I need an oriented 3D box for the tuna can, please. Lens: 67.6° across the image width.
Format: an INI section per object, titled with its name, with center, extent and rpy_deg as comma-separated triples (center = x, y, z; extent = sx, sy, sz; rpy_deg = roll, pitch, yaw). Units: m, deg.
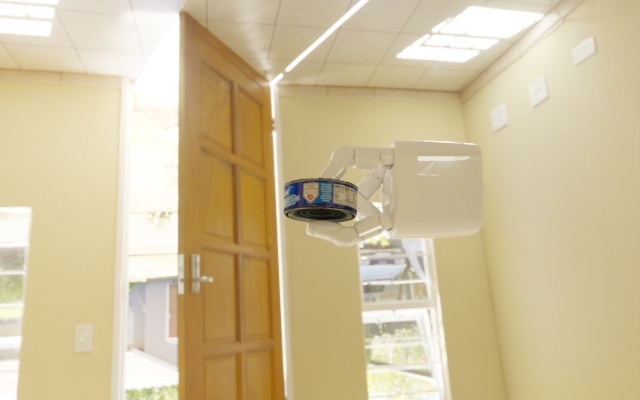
[tuna can]
center = 0.000, 0.002, 0.548
extent = 0.086, 0.033, 0.086
rpy_deg = 2, -14, 0
